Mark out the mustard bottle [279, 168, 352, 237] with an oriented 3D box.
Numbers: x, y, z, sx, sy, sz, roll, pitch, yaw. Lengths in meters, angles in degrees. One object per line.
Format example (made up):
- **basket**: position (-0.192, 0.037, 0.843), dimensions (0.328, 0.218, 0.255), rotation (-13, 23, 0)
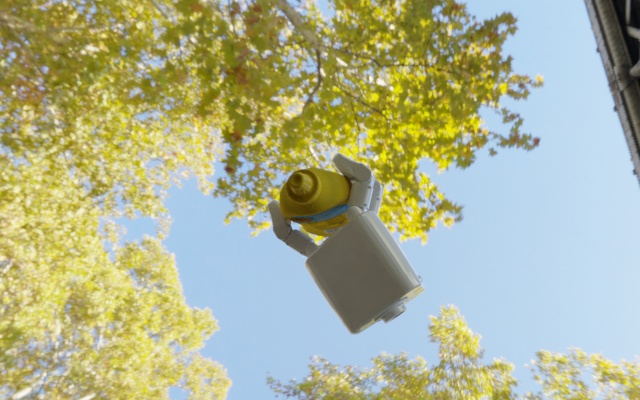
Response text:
- **mustard bottle**: position (0.000, 0.002, 0.617), dimensions (0.096, 0.058, 0.192), rotation (-13, -17, 13)
